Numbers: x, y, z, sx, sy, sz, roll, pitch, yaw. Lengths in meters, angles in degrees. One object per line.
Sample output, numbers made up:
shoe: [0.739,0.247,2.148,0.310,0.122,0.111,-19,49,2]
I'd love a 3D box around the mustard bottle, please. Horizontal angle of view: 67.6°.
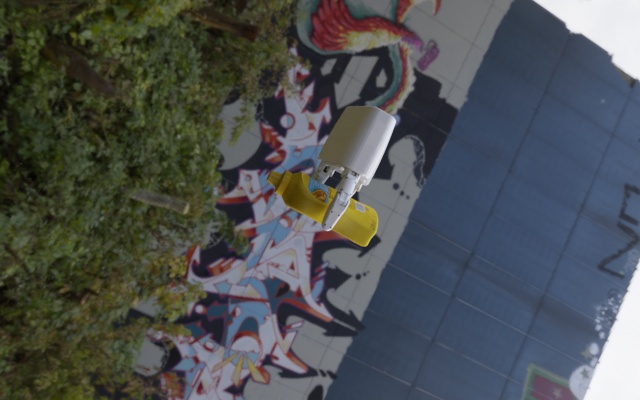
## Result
mustard bottle: [0.000,0.003,0.785,0.191,0.058,0.096,28,22,-11]
